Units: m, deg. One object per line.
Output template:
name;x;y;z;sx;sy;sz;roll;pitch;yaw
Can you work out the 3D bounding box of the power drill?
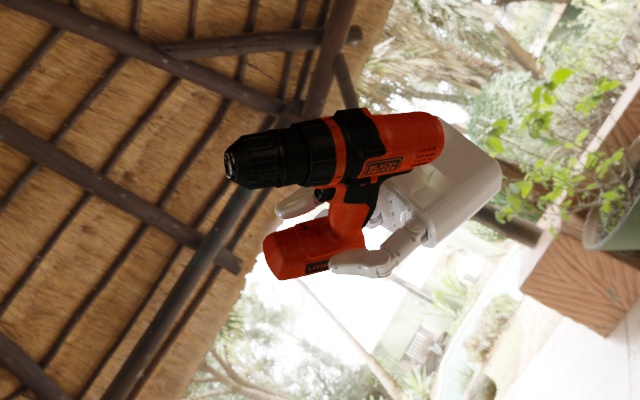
power drill;0.000;0.002;0.422;0.184;0.057;0.188;-9;-32;-24
